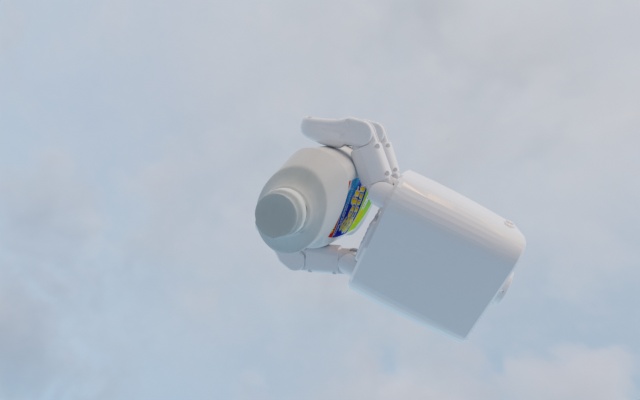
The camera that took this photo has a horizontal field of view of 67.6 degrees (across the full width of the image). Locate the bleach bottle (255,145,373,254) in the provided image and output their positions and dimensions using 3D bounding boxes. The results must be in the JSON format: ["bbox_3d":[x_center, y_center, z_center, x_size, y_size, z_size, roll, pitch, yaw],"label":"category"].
[{"bbox_3d":[0.000,0.001,0.415,0.068,0.102,0.251,28,13,10],"label":"bleach bottle"}]
